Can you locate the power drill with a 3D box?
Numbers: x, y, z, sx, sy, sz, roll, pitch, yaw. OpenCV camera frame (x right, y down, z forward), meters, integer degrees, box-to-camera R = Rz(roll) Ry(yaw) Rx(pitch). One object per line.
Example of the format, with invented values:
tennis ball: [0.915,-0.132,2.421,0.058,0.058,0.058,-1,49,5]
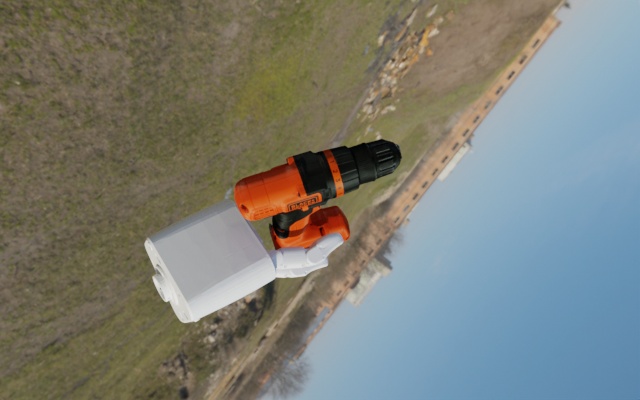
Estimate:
power drill: [0.000,0.002,0.572,0.184,0.057,0.188,-16,-25,-6]
